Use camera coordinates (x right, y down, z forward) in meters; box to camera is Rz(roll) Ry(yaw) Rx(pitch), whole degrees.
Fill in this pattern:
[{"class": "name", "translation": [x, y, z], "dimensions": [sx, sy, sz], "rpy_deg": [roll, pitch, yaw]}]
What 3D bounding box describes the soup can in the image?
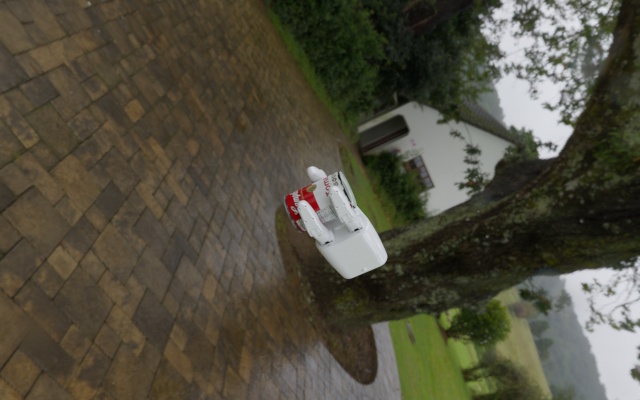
[{"class": "soup can", "translation": [0.000, 0.002, 0.786], "dimensions": [0.102, 0.068, 0.068], "rpy_deg": [-24, -5, 11]}]
